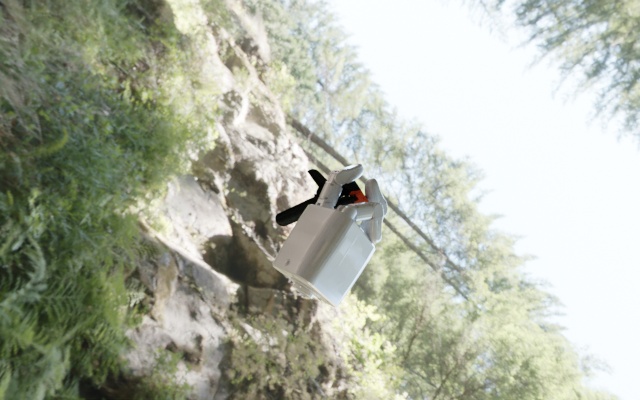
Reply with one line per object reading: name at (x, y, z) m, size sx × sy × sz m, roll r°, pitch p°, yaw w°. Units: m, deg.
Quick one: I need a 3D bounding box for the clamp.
clamp at (0.001, 0.003, 0.760) m, size 0.039 × 0.120 × 0.171 m, roll 42°, pitch -17°, yaw -30°
